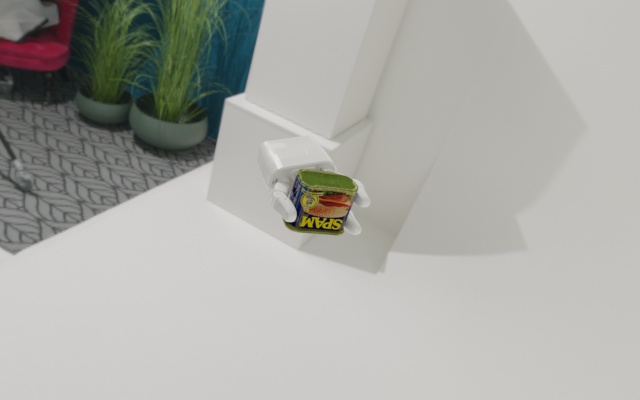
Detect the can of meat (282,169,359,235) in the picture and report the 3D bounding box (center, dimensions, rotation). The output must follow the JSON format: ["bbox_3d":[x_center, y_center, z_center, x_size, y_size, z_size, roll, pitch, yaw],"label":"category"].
[{"bbox_3d":[0.000,0.002,0.743,0.102,0.084,0.057,6,31,-23],"label":"can of meat"}]
